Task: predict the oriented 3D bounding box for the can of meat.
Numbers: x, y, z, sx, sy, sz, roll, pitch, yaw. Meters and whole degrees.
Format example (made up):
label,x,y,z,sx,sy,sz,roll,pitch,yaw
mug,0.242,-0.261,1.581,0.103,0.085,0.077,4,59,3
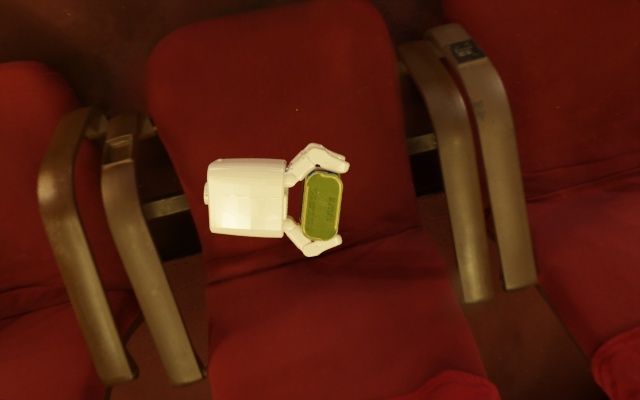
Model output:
label,x,y,z,sx,sy,sz,roll,pitch,yaw
can of meat,0.000,0.002,0.695,0.057,0.102,0.084,5,11,-3
